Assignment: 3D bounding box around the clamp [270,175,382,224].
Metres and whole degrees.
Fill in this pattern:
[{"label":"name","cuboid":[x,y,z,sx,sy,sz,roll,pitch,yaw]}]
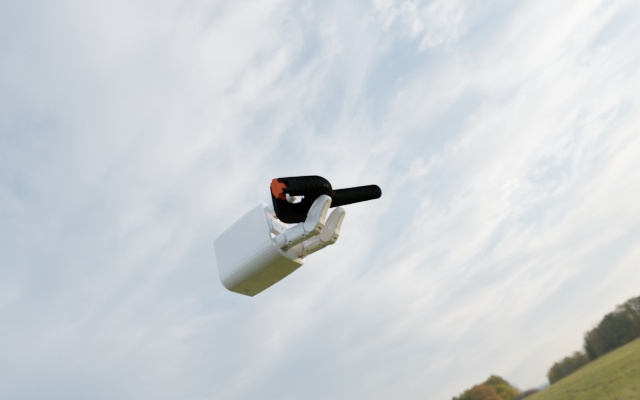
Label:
[{"label":"clamp","cuboid":[-0.001,0.002,0.732,0.164,0.036,0.210,-36,-30,10]}]
